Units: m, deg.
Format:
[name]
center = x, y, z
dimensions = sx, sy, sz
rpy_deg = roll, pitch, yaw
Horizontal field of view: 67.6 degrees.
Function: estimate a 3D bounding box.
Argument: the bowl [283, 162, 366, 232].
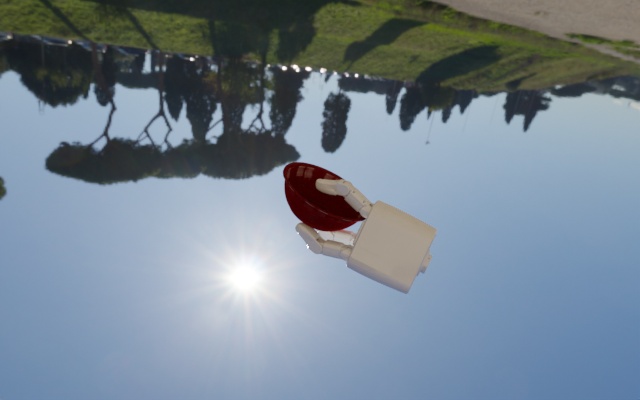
[bowl]
center = -0.001, 0.002, 0.801
dimensions = 0.162, 0.055, 0.162
rpy_deg = 24, 26, -13
